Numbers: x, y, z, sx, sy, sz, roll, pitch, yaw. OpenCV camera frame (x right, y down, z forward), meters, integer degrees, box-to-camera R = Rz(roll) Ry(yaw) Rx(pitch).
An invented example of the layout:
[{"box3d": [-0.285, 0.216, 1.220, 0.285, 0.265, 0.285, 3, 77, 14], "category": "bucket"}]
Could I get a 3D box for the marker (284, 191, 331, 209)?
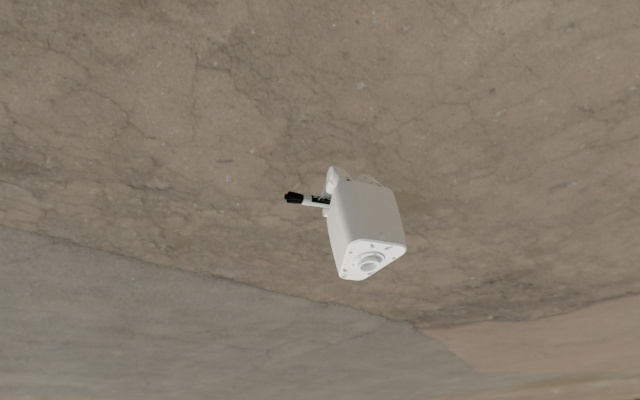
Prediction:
[{"box3d": [0.000, 0.002, 0.763, 0.121, 0.020, 0.020, 9, -4, -23], "category": "marker"}]
